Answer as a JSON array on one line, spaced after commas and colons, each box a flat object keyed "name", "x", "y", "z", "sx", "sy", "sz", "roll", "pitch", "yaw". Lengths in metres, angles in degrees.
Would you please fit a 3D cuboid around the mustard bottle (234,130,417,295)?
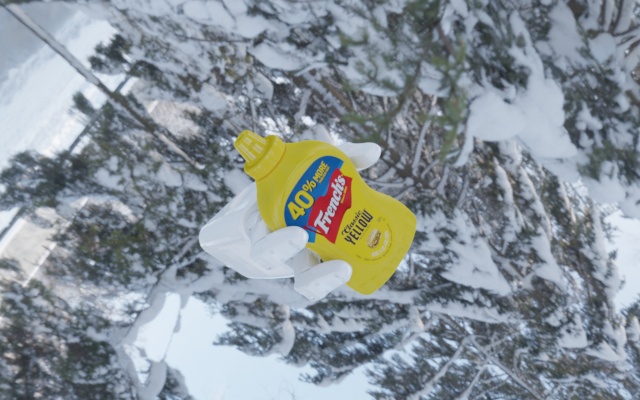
[{"name": "mustard bottle", "x": 0.000, "y": 0.002, "z": 0.439, "sx": 0.192, "sy": 0.096, "sz": 0.058, "roll": 39, "pitch": -8, "yaw": -26}]
